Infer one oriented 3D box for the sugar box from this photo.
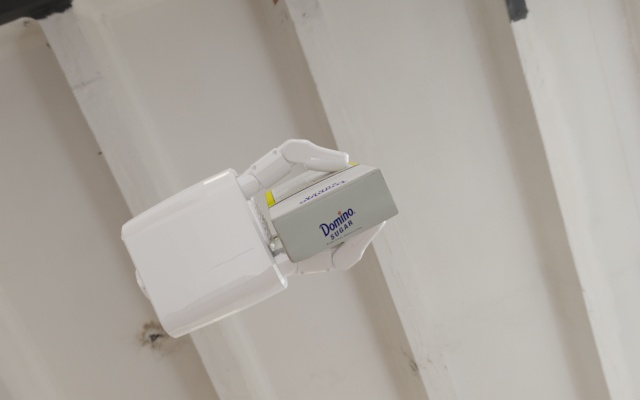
[{"bbox_3d":[0.000,0.002,0.439,0.093,0.048,0.176,-26,12,-3],"label":"sugar box"}]
